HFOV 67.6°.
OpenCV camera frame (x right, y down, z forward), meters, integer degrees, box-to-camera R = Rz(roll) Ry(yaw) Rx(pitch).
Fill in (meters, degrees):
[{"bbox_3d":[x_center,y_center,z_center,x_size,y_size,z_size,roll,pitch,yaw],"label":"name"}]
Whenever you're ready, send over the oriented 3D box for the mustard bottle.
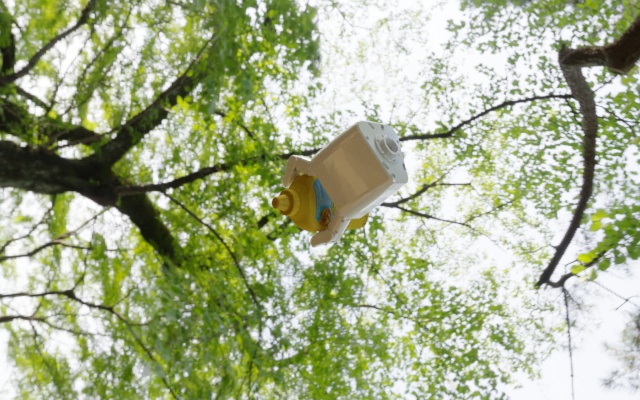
[{"bbox_3d":[0.000,0.003,0.781,0.191,0.096,0.058,-1,-3,-45],"label":"mustard bottle"}]
